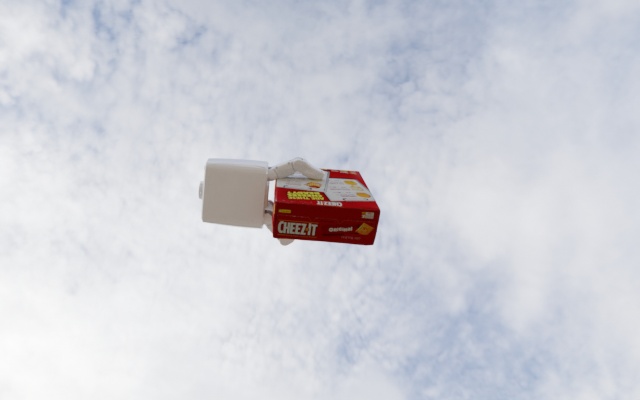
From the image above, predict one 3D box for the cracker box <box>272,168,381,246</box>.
[{"bbox_3d":[0.000,0.002,0.829,0.164,0.072,0.213,4,19,-6],"label":"cracker box"}]
